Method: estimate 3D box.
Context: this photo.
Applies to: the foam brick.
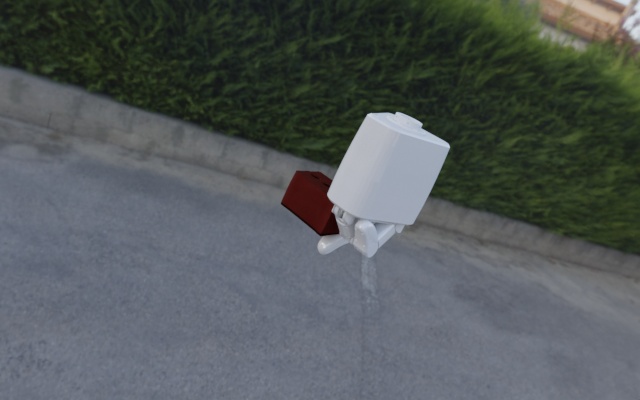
[{"bbox_3d":[0.000,0.002,0.604,0.078,0.051,0.053,37,23,31],"label":"foam brick"}]
